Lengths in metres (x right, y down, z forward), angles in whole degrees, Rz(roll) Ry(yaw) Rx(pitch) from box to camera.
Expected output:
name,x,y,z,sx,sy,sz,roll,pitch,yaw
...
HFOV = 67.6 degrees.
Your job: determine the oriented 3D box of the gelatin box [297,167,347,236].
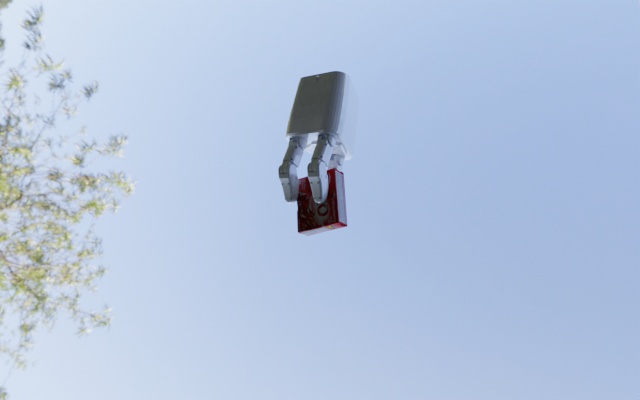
name,x,y,z,sx,sy,sz,roll,pitch,yaw
gelatin box,0.000,0.003,0.720,0.073,0.089,0.030,-15,-22,30
